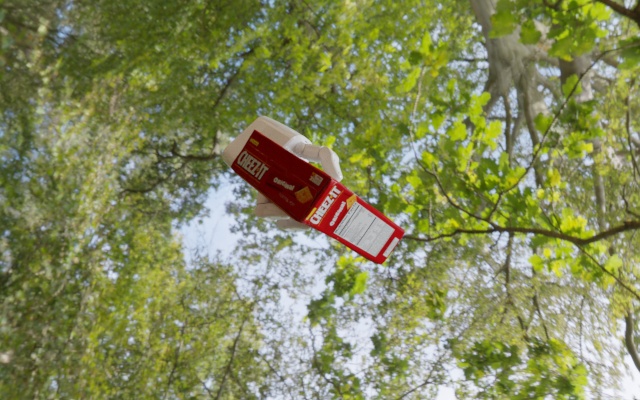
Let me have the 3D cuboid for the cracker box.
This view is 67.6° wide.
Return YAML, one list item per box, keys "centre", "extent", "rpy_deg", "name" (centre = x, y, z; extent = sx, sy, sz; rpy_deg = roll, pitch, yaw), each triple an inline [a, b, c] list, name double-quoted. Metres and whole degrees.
- centre: [0.000, 0.002, 0.673]
  extent: [0.164, 0.072, 0.214]
  rpy_deg: [34, 1, 39]
  name: "cracker box"
